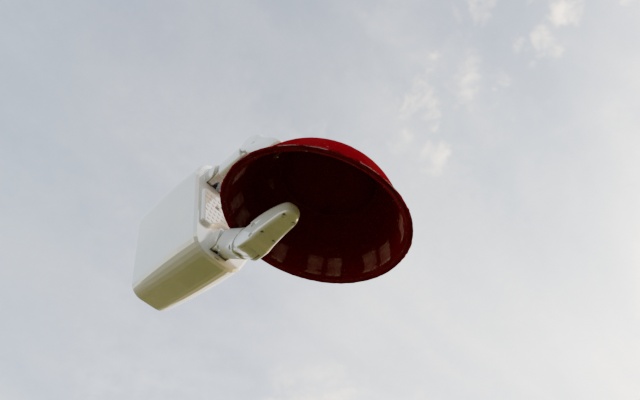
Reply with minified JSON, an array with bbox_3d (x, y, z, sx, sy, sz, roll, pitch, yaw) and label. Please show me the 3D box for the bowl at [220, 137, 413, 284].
[{"bbox_3d":[0.001,0.001,0.408,0.162,0.162,0.055,0,44,19],"label":"bowl"}]
